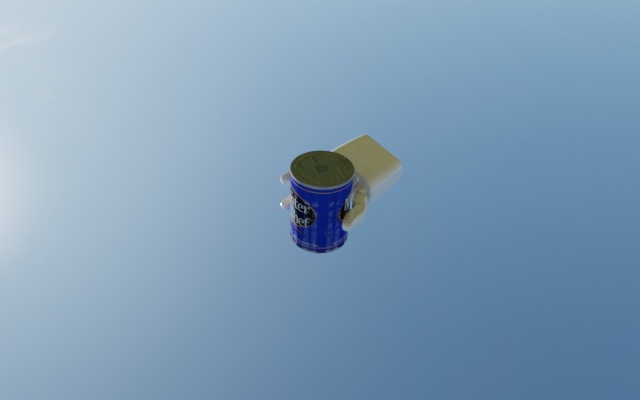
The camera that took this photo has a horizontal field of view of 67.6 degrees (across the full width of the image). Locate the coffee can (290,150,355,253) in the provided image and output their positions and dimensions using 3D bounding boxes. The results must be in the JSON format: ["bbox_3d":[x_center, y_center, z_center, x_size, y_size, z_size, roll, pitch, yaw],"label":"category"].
[{"bbox_3d":[0.000,0.003,0.797,0.103,0.140,0.102,2,38,-1],"label":"coffee can"}]
